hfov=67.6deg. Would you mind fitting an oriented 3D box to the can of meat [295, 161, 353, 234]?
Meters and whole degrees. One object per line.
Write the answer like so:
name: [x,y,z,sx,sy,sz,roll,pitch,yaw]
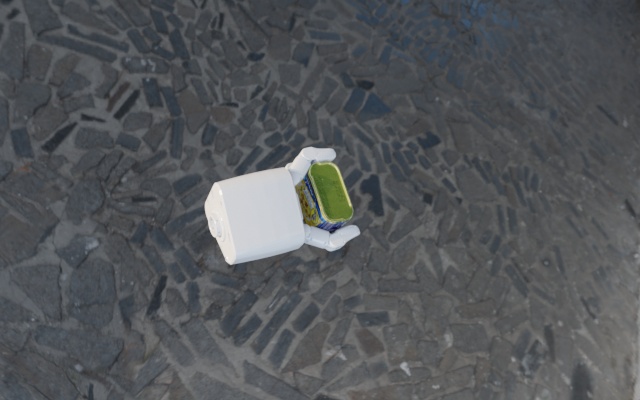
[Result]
can of meat: [0.000,0.002,0.721,0.057,0.102,0.084,-10,-19,-28]
